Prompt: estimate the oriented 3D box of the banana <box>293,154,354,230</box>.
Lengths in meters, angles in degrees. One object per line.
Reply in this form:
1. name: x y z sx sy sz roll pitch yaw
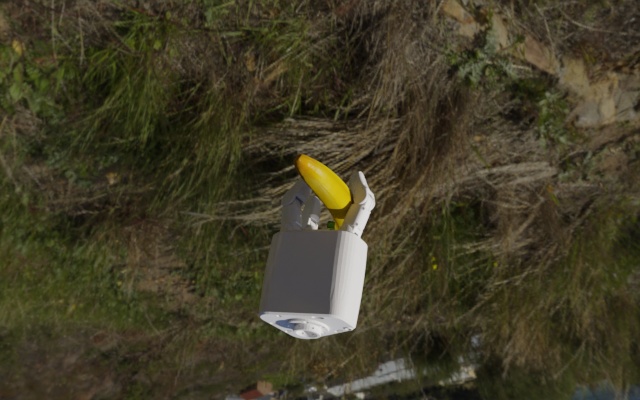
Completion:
1. banana: 0.018 0.007 0.625 0.069 0.037 0.198 12 -26 20
